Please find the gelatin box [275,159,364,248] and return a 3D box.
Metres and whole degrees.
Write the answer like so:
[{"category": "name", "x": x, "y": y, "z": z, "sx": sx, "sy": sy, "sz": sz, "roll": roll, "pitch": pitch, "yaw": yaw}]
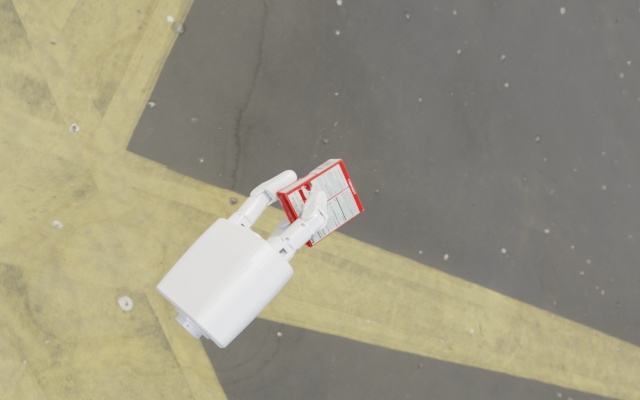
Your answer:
[{"category": "gelatin box", "x": 0.001, "y": 0.002, "z": 0.576, "sx": 0.089, "sy": 0.073, "sz": 0.030, "roll": -33, "pitch": 20, "yaw": -22}]
